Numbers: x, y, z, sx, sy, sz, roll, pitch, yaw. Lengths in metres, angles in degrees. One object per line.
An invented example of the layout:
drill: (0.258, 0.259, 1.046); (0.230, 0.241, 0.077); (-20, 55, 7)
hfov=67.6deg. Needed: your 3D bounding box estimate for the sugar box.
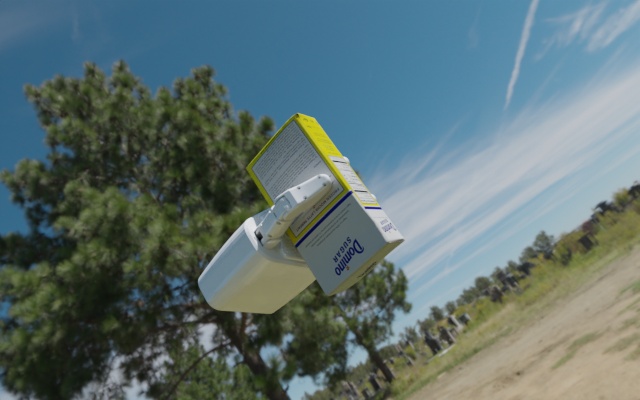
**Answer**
sugar box: (0.000, 0.002, 0.509); (0.093, 0.176, 0.048); (-45, -22, 25)
